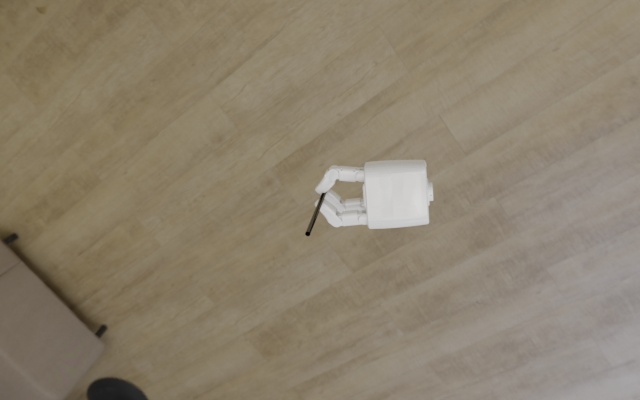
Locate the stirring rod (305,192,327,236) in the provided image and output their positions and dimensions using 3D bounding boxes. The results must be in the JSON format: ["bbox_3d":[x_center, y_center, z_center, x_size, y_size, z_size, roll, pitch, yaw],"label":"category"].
[{"bbox_3d":[0.000,0.003,0.829,0.011,0.011,0.239,0,23,10],"label":"stirring rod"}]
